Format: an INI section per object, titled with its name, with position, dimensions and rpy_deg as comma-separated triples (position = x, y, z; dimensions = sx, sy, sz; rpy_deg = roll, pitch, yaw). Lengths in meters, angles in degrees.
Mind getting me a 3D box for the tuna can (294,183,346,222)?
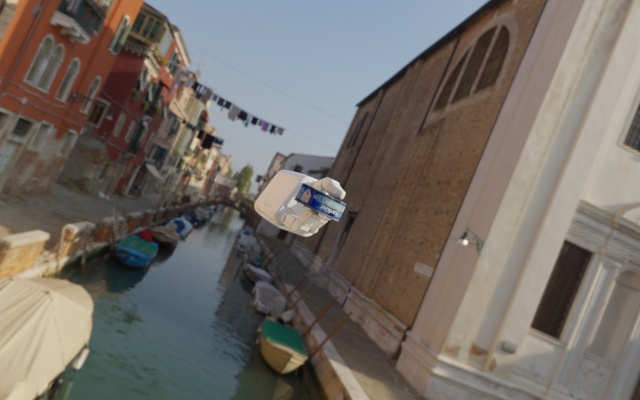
[tuna can]
position = 0.000, 0.002, 0.817
dimensions = 0.086, 0.034, 0.086
rpy_deg = 26, 1, -1
